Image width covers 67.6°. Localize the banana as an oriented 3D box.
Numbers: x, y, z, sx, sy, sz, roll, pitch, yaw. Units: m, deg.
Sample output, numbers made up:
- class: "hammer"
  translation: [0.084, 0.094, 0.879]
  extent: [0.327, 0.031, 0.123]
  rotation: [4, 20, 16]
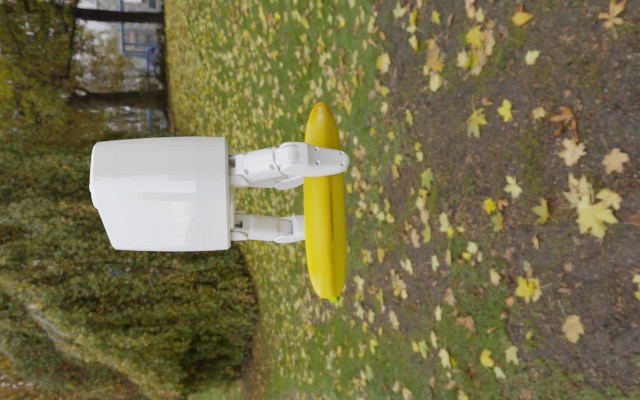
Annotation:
- class: "banana"
  translation: [0.002, 0.006, 0.440]
  extent: [0.037, 0.198, 0.069]
  rotation: [-2, 5, -6]
